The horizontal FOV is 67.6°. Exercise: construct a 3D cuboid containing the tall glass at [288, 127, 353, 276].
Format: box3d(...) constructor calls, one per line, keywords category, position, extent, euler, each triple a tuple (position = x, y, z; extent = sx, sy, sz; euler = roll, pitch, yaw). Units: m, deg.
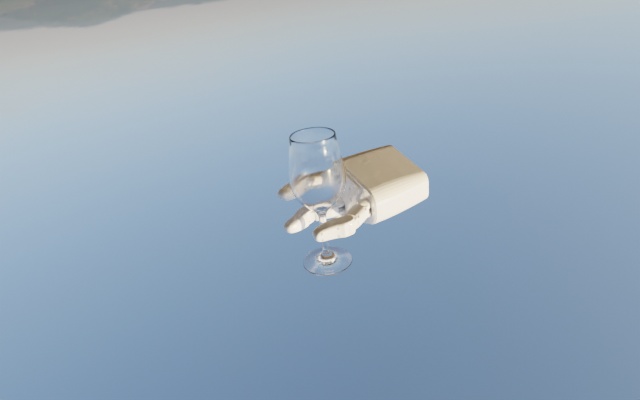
box3d(category="tall glass", position=(0.000, 0.003, 0.667), extent=(0.079, 0.201, 0.079), euler=(-6, 27, 3))
